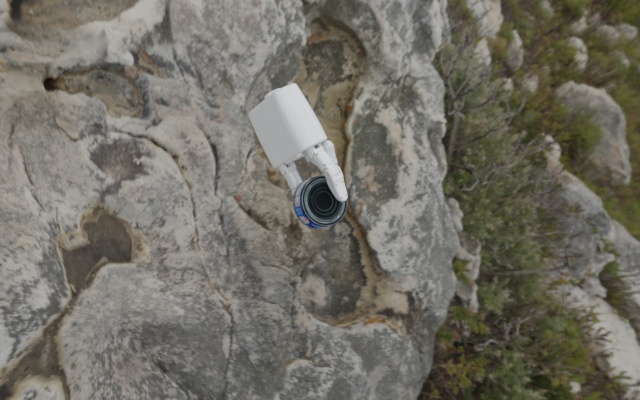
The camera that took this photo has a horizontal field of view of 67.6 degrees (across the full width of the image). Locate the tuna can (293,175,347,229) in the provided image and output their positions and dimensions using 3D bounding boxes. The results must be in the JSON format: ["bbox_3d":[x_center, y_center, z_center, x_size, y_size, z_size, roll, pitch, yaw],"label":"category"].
[{"bbox_3d":[0.000,0.003,0.782,0.086,0.086,0.034,0,-7,-27],"label":"tuna can"}]
